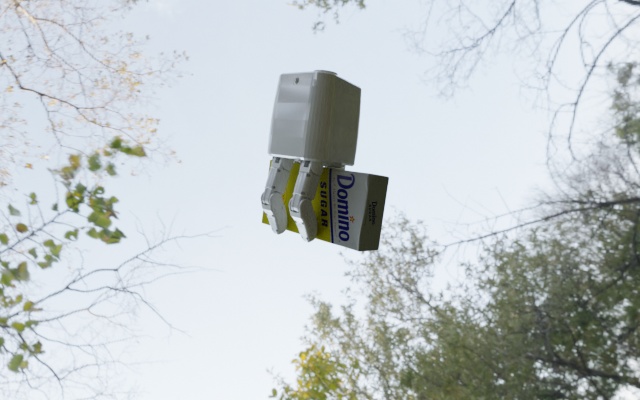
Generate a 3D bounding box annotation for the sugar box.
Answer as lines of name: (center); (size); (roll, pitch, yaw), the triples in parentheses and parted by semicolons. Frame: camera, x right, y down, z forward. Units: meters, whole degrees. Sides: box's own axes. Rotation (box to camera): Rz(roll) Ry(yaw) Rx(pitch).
sugar box: (0.000, 0.002, 0.616); (0.048, 0.093, 0.176); (3, 6, -45)
